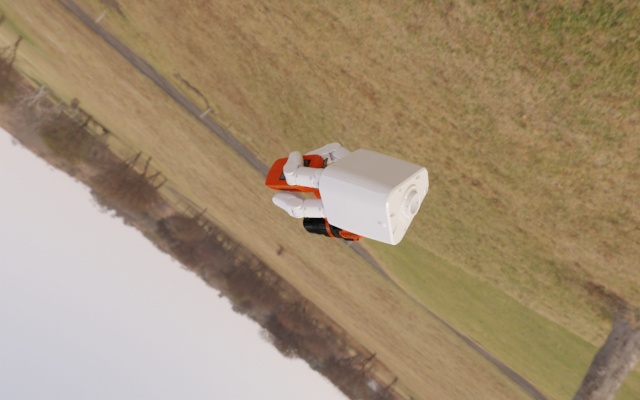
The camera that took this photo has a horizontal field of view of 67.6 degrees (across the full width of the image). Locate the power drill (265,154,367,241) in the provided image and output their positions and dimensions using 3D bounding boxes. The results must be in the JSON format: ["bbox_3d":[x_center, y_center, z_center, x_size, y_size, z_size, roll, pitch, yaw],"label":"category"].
[{"bbox_3d":[0.000,0.002,0.772,0.184,0.057,0.188,-3,-32,43],"label":"power drill"}]
